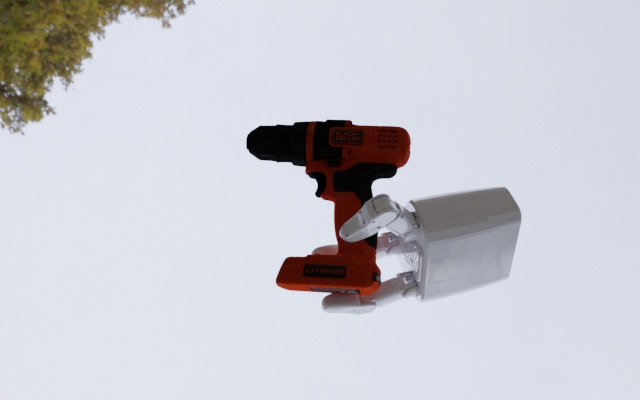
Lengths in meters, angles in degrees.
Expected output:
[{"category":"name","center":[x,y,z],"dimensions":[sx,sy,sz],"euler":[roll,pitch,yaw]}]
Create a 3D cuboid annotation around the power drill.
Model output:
[{"category":"power drill","center":[0.000,0.002,0.509],"dimensions":[0.184,0.187,0.057],"euler":[2,-16,11]}]
